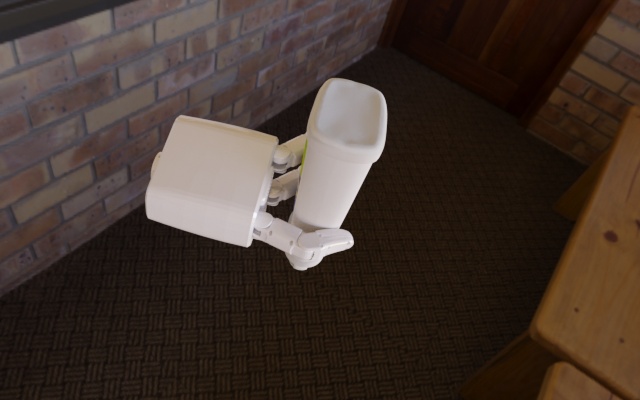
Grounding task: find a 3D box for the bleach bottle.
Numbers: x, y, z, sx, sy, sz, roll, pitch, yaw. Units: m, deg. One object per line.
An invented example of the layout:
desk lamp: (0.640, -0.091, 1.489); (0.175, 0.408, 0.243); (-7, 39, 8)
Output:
bleach bottle: (0.000, 0.002, 0.507); (0.068, 0.102, 0.251); (15, -43, -3)
